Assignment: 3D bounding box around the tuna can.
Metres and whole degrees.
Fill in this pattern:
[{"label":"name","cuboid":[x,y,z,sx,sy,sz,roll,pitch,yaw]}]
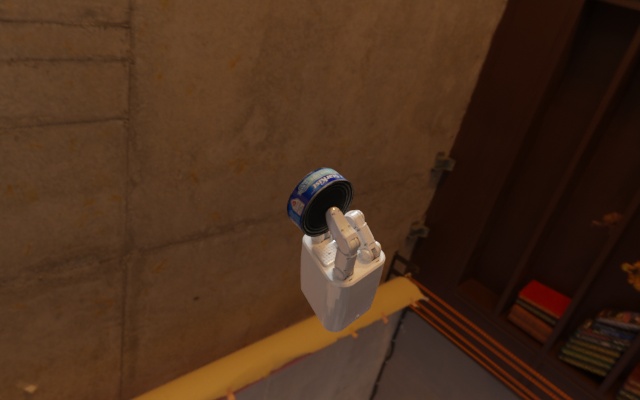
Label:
[{"label":"tuna can","cuboid":[0.000,0.002,0.601,0.033,0.086,0.086,41,24,32]}]
